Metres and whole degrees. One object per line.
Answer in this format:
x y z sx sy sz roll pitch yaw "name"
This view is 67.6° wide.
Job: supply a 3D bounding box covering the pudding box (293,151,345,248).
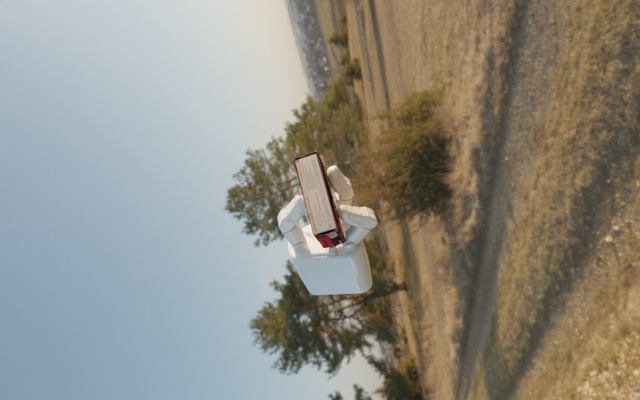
0.000 0.002 0.650 0.039 0.113 0.090 -18 -17 3 "pudding box"
